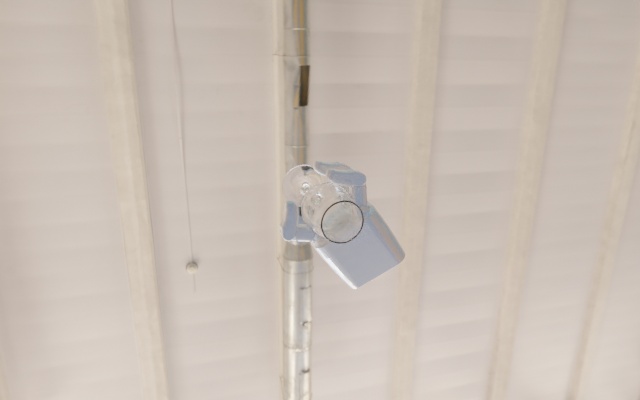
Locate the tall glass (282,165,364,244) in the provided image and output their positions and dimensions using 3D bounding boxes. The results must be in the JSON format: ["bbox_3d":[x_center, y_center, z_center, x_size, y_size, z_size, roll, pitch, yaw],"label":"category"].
[{"bbox_3d":[0.000,0.002,0.732,0.079,0.079,0.201,0,16,-18],"label":"tall glass"}]
